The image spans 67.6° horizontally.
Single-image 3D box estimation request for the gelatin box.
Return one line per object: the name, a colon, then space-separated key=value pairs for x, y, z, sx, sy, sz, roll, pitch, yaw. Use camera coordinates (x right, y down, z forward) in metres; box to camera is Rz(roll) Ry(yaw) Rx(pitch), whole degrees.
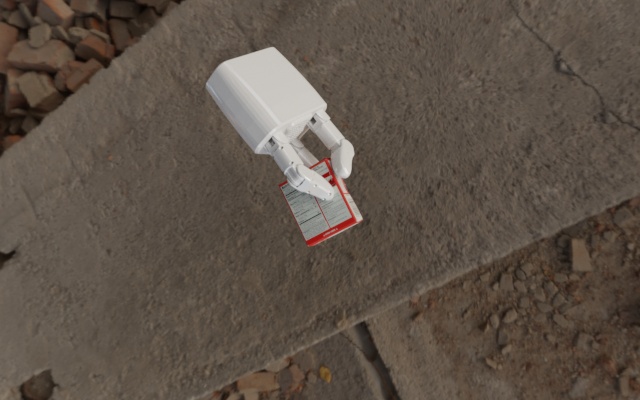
gelatin box: x=0.000 y=0.002 z=0.595 sx=0.073 sy=0.089 sz=0.030 roll=-29 pitch=-8 yaw=21
